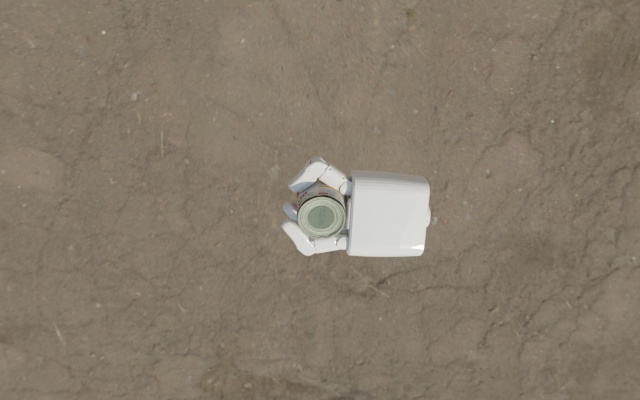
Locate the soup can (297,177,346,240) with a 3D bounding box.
[{"bbox_3d":[0.000,0.002,0.674,0.068,0.068,0.102,0,26,-2],"label":"soup can"}]
